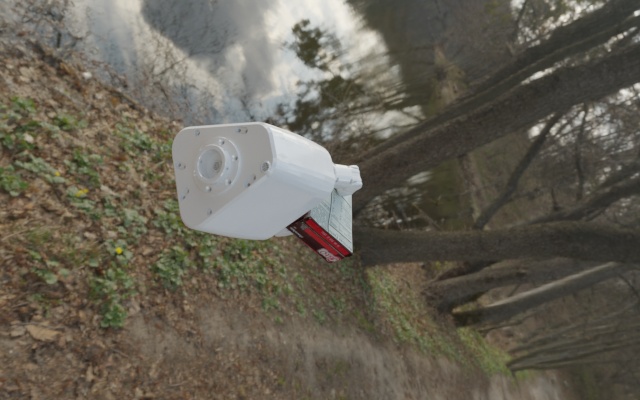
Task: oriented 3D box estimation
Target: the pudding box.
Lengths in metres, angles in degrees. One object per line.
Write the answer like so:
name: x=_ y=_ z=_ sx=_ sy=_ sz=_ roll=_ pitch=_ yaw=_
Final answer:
pudding box: x=0.000 y=0.002 z=0.544 sx=0.039 sy=0.113 sz=0.090 roll=-19 pitch=-43 yaw=27
